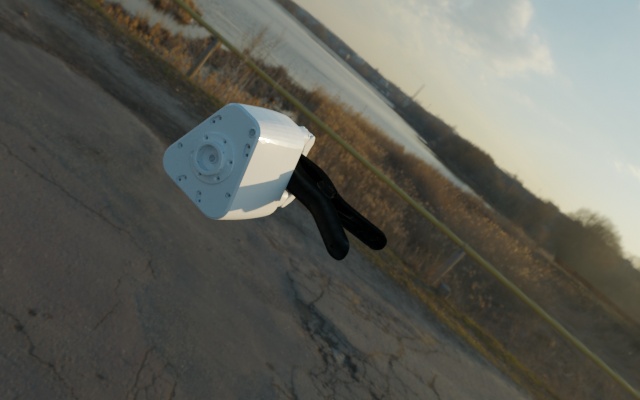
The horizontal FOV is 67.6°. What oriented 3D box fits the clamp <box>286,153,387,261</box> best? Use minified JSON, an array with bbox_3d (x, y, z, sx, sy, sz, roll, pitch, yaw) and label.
[{"bbox_3d":[0.000,0.001,0.551,0.171,0.039,0.120,45,16,12],"label":"clamp"}]
